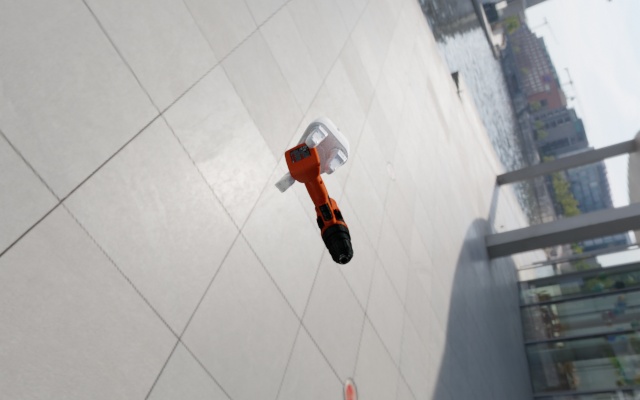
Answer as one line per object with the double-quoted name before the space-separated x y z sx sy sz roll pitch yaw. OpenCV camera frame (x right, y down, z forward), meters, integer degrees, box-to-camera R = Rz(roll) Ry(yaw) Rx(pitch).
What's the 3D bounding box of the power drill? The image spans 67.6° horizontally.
"power drill" 0.000 0.002 0.845 0.057 0.188 0.184 -23 33 0
